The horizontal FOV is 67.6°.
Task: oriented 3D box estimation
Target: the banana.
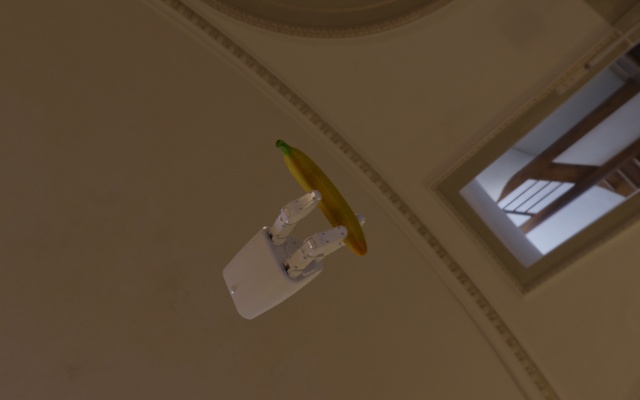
[{"bbox_3d":[0.004,-0.004,0.684,0.037,0.198,0.069,-41,-4,22],"label":"banana"}]
